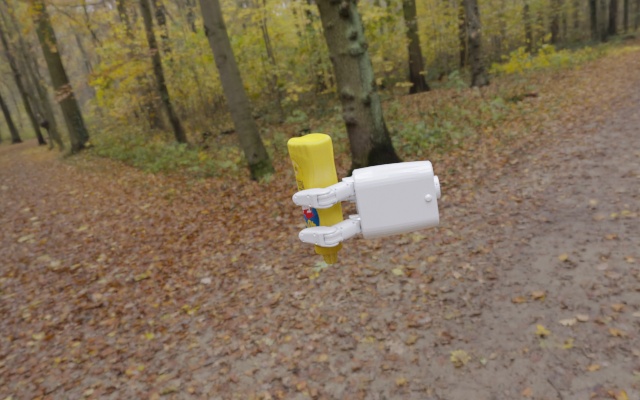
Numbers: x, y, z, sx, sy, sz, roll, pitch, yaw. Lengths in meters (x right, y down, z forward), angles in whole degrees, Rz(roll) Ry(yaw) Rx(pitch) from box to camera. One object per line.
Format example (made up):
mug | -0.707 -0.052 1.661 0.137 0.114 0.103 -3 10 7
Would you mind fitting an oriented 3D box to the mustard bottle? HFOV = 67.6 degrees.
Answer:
mustard bottle | 0.000 0.002 0.696 0.058 0.192 0.096 -16 16 -17
